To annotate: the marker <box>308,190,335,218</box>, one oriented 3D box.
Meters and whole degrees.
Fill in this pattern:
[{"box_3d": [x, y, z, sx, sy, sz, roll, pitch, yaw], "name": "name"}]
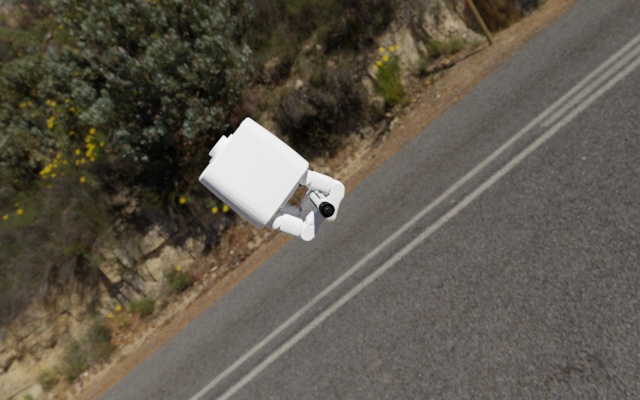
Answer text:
[{"box_3d": [0.000, 0.002, 0.632, 0.020, 0.020, 0.121, 0, 11, -9], "name": "marker"}]
